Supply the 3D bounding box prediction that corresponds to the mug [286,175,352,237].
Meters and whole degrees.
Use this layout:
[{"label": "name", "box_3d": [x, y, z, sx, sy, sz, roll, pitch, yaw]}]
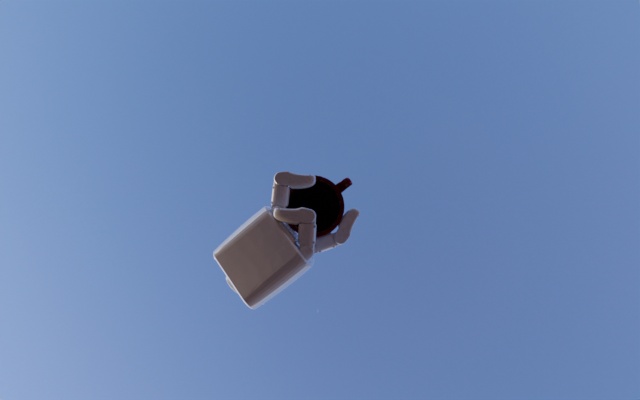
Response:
[{"label": "mug", "box_3d": [0.001, 0.001, 0.754, 0.117, 0.093, 0.081, -39, -3, 1]}]
